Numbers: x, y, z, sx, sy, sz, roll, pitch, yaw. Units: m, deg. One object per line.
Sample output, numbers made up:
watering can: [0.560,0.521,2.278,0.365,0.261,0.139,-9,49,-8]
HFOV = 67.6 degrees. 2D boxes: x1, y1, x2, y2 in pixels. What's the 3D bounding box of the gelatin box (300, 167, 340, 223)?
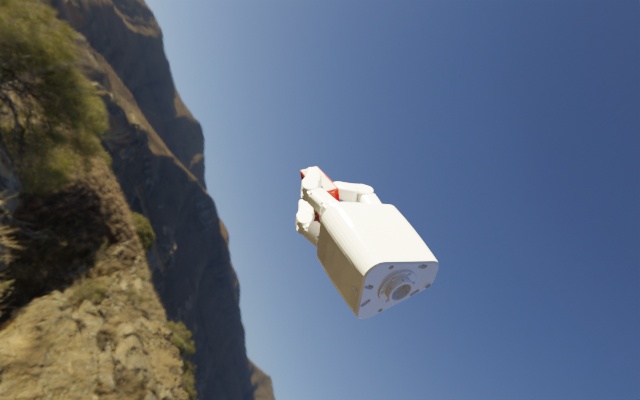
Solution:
gelatin box: [0.000,0.002,0.678,0.030,0.073,0.089,-14,29,-16]
